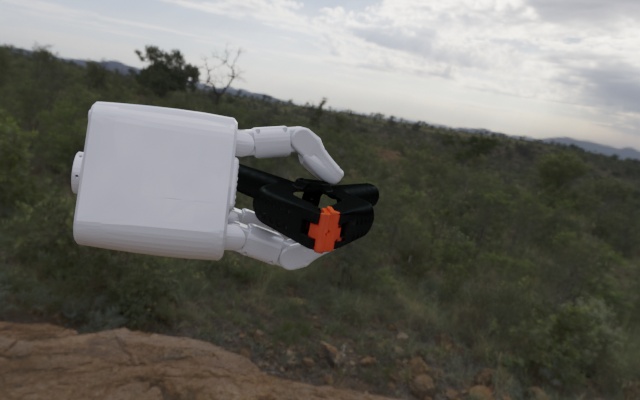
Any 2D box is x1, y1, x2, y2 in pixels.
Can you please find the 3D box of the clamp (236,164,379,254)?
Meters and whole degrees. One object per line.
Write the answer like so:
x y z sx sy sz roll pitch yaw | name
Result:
0.000 0.001 0.408 0.164 0.036 0.210 6 10 -16 | clamp
